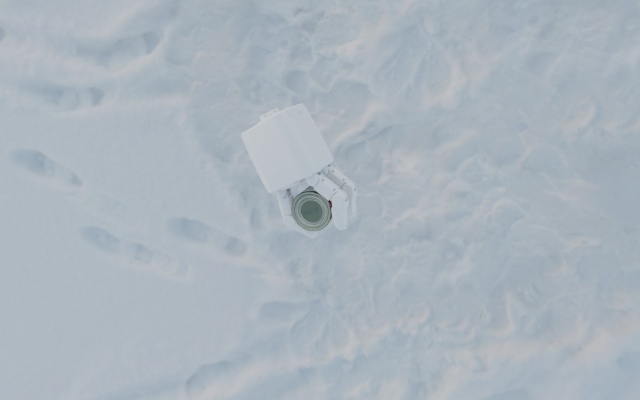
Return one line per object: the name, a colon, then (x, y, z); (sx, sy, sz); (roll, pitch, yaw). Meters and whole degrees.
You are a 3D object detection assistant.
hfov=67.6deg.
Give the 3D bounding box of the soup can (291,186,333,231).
soup can: (0.000, 0.003, 0.782); (0.068, 0.068, 0.102); (0, 17, 18)
